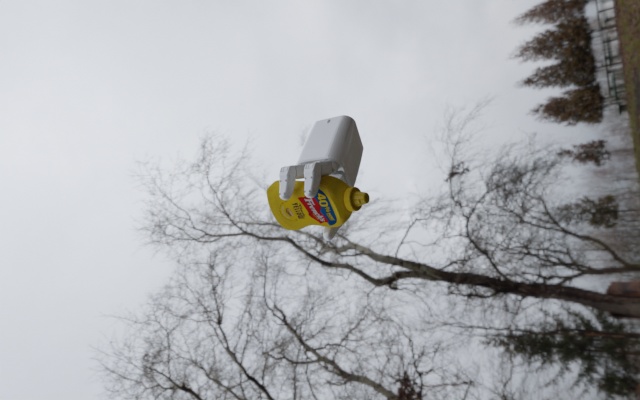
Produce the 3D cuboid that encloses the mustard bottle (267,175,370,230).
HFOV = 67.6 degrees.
[{"bbox_3d":[0.000,0.003,0.833,0.191,0.096,0.058,-6,28,37],"label":"mustard bottle"}]
